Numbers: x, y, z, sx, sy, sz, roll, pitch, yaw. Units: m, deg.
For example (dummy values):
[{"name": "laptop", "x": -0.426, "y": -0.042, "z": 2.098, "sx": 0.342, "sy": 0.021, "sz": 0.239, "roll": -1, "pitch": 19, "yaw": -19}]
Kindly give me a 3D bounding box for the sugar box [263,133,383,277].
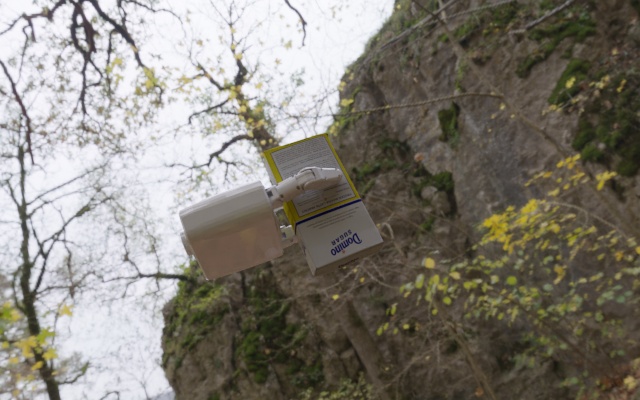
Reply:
[{"name": "sugar box", "x": 0.000, "y": 0.002, "z": 0.618, "sx": 0.093, "sy": 0.176, "sz": 0.048, "roll": -19, "pitch": -21, "yaw": -13}]
